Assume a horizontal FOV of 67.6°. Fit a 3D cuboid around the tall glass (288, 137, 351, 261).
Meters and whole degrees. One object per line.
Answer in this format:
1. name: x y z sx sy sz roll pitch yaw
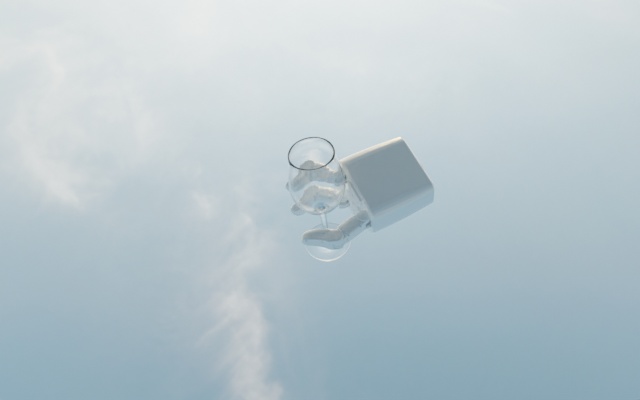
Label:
1. tall glass: 0.000 0.003 0.687 0.079 0.079 0.201 0 -39 9
